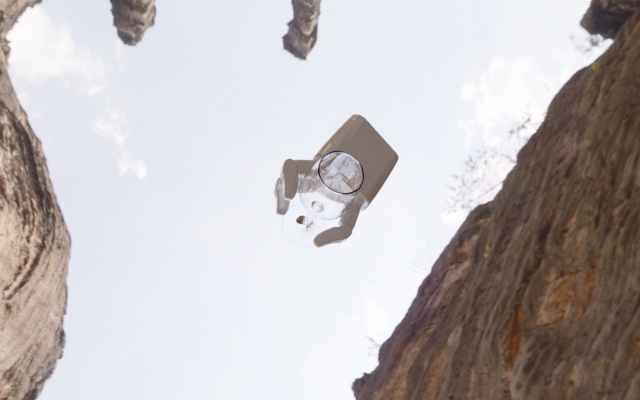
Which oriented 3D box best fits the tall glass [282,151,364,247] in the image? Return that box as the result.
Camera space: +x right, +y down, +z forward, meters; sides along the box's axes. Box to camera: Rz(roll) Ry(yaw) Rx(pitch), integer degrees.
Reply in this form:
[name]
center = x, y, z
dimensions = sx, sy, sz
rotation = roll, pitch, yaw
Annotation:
[tall glass]
center = 0.000, 0.003, 0.691
dimensions = 0.079, 0.079, 0.201
rotation = 0, -22, -17
